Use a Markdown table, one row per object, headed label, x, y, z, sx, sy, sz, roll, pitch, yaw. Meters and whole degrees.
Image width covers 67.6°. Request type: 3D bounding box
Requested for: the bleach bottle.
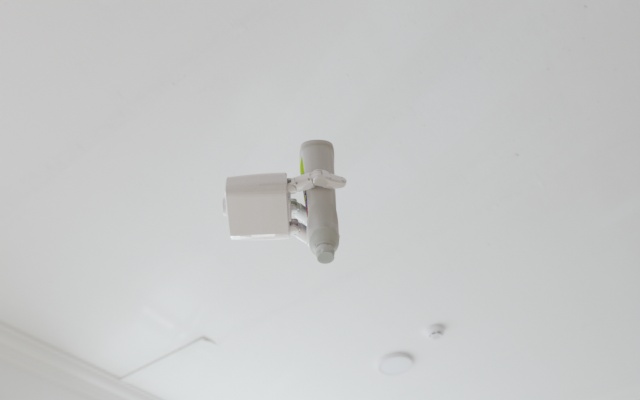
| label | x | y | z | sx | sy | sz | roll | pitch | yaw |
| --- | --- | --- | --- | --- | --- | --- | --- | --- | --- |
| bleach bottle | 0.000 | 0.003 | 0.847 | 0.068 | 0.103 | 0.250 | -2 | 41 | -4 |
